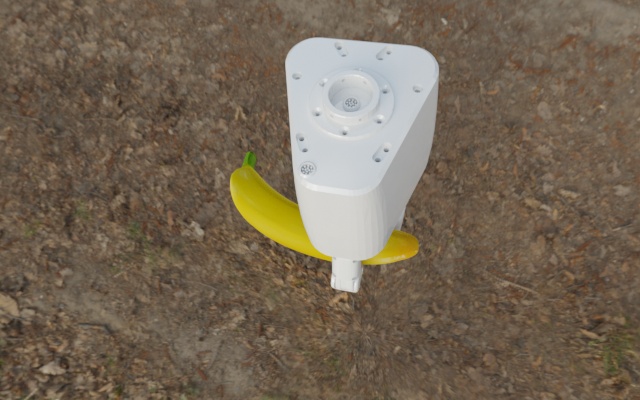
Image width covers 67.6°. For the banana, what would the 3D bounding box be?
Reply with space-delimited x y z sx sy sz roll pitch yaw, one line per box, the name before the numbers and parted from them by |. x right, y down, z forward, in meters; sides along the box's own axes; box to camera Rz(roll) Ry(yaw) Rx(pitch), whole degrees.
banana | -0.014 0.013 0.419 0.197 0.069 0.037 30 -25 24
